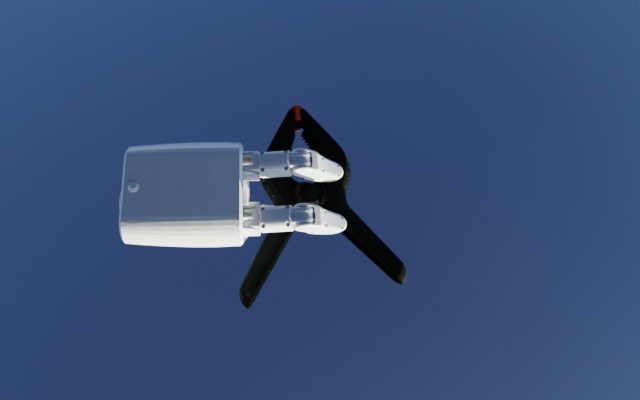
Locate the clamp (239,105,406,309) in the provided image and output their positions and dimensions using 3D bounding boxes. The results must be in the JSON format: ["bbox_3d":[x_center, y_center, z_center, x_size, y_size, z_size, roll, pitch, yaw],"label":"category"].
[{"bbox_3d":[0.000,0.001,0.492,0.164,0.210,0.036,0,-18,-9],"label":"clamp"}]
